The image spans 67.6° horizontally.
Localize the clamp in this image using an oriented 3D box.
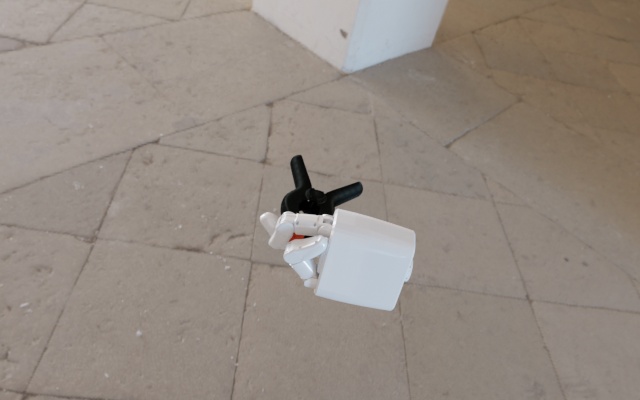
[{"bbox_3d":[0.000,0.002,0.692,0.120,0.039,0.171,15,42,-1],"label":"clamp"}]
